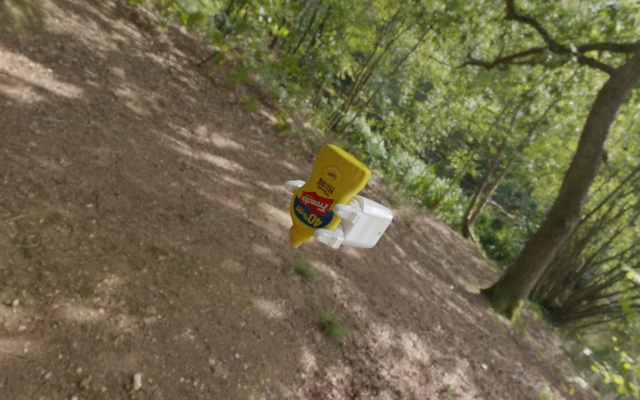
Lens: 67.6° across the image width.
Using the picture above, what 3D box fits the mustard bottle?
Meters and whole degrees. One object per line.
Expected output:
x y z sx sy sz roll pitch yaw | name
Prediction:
0.000 0.003 0.845 0.096 0.192 0.058 37 14 16 | mustard bottle
